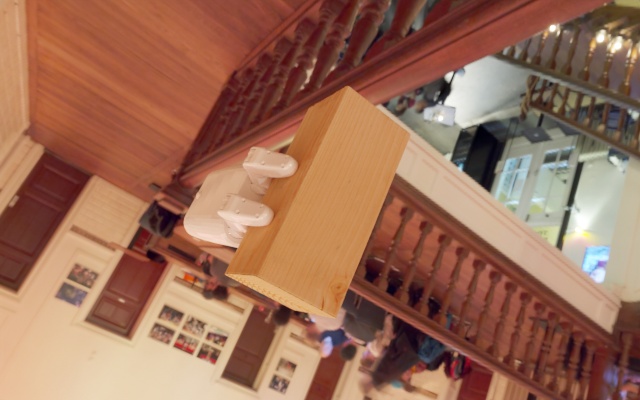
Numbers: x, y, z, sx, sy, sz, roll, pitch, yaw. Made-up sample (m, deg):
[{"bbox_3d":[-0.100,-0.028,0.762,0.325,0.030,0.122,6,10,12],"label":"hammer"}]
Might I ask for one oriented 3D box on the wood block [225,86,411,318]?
[{"bbox_3d":[0.000,0.002,0.486,0.091,0.206,0.090,33,-21,-22],"label":"wood block"}]
